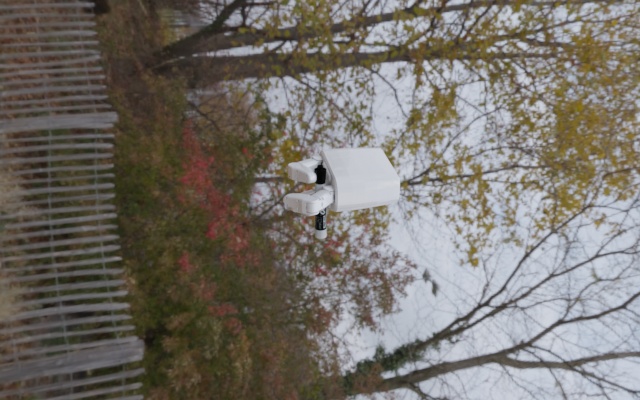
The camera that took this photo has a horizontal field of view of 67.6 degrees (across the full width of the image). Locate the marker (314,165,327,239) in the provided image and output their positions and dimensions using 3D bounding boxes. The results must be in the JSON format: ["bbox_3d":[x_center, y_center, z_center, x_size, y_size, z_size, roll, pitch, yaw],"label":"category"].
[{"bbox_3d":[0.000,0.002,0.745,0.020,0.121,0.020,0,23,0],"label":"marker"}]
